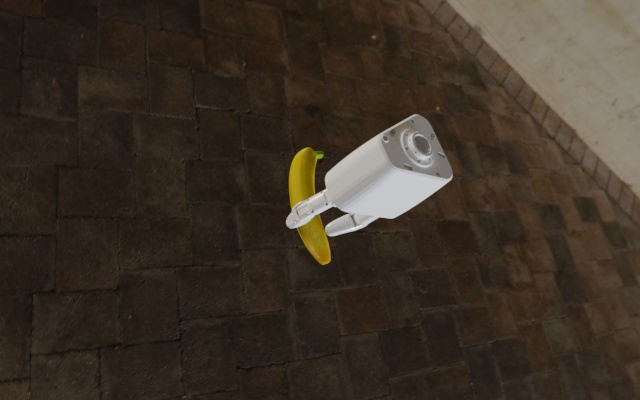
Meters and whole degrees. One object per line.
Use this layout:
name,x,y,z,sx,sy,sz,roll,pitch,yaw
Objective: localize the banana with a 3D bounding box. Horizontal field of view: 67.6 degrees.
banana,-0.015,-0.006,0.692,0.069,0.197,0.037,19,-36,-31
